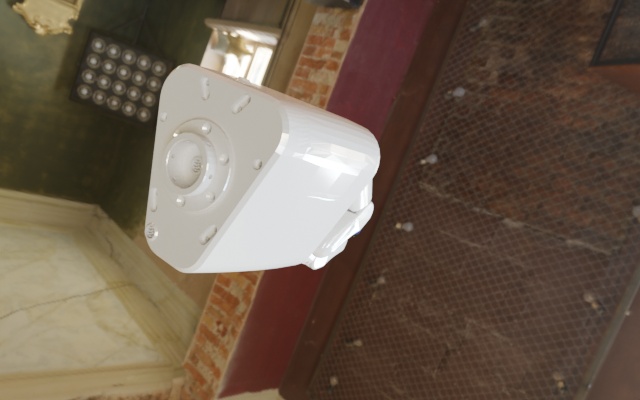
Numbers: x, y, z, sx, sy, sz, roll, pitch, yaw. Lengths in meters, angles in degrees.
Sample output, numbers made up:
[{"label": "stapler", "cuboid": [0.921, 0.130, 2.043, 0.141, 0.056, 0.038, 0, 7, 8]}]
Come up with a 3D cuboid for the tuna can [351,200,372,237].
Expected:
[{"label": "tuna can", "cuboid": [0.000, 0.002, 0.427, 0.086, 0.034, 0.086, 18, 11, -3]}]
